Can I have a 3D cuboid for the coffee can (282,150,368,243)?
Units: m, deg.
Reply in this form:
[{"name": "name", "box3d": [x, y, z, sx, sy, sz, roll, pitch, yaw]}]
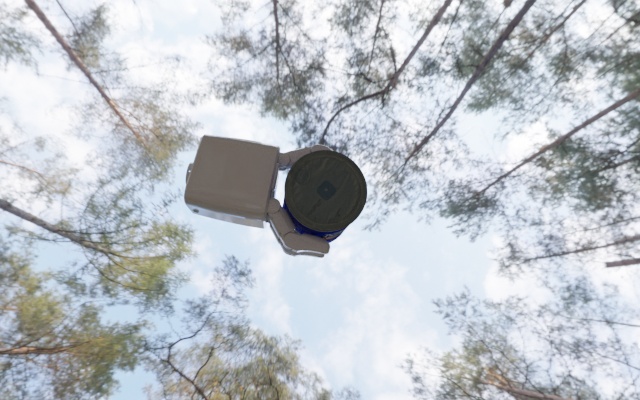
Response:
[{"name": "coffee can", "box3d": [0.000, 0.002, 0.649, 0.103, 0.102, 0.140, 0, -13, -6]}]
